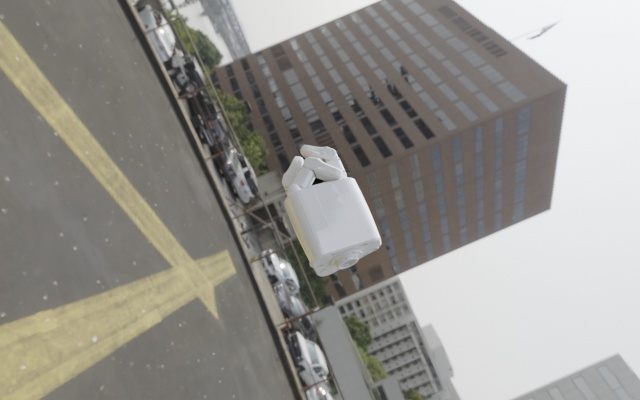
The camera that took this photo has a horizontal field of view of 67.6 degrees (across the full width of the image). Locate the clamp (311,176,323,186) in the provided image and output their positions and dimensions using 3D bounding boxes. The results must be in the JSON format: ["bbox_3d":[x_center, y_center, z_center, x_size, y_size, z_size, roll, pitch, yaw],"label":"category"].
[{"bbox_3d":[0.001,0.002,0.796,0.039,0.120,0.171,-23,-25,-1],"label":"clamp"}]
